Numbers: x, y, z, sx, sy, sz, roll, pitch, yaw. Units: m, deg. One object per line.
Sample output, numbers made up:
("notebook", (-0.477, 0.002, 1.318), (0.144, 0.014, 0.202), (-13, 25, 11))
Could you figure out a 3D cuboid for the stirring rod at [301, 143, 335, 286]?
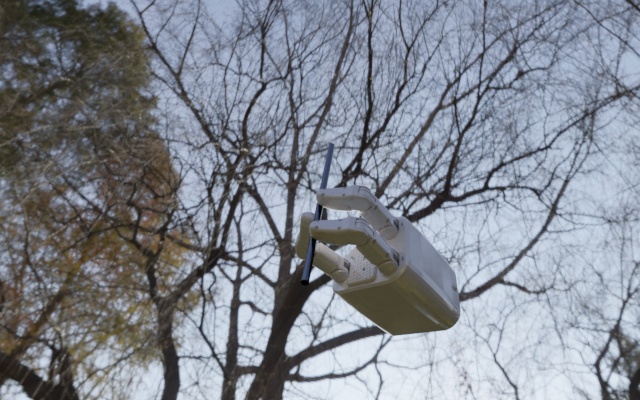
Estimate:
("stirring rod", (0.000, 0.002, 0.533), (0.011, 0.011, 0.239), (0, 38, 9))
